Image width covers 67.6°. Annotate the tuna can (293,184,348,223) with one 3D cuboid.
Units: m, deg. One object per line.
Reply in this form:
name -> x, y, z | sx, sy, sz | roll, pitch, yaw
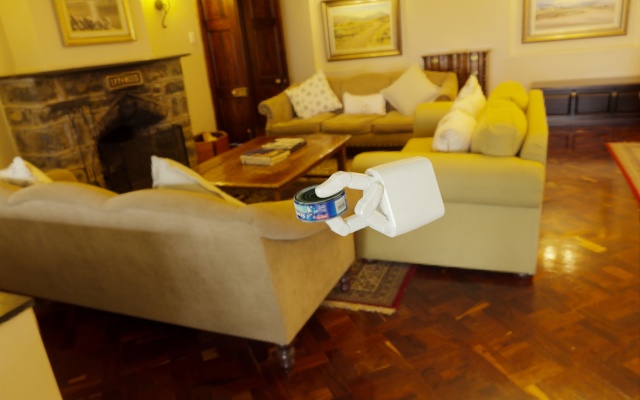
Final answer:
tuna can -> 0.000, 0.002, 0.772 | 0.086, 0.034, 0.086 | -10, 21, 4
